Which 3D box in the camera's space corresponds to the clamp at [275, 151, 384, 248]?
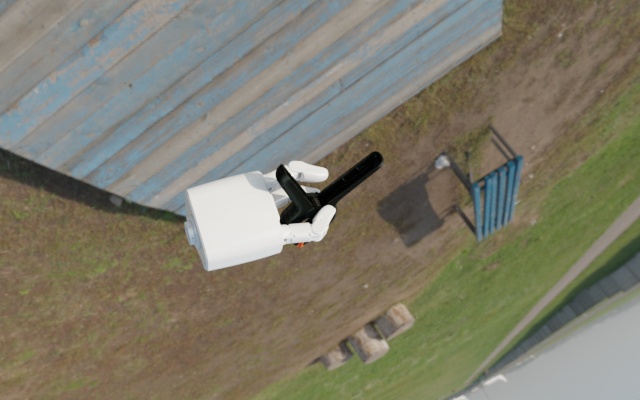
[{"bbox_3d":[0.000,0.003,0.716,0.164,0.036,0.210,-13,-31,-21],"label":"clamp"}]
